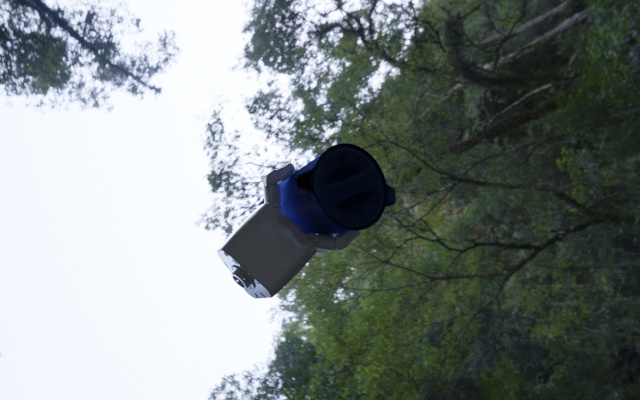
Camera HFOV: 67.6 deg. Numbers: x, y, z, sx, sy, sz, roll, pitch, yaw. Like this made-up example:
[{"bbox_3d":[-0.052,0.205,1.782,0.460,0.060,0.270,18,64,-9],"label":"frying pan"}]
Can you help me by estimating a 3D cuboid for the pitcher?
[{"bbox_3d":[0.000,0.003,0.813,0.145,0.149,0.243,-46,13,-29],"label":"pitcher"}]
